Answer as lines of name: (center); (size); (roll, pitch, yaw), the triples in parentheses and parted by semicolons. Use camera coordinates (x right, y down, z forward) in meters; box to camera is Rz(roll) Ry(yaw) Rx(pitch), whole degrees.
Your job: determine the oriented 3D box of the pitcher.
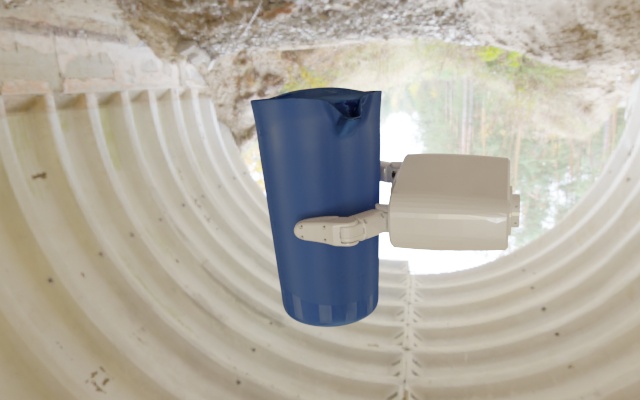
pitcher: (0.000, 0.002, 0.520); (0.145, 0.243, 0.149); (2, 15, 21)
